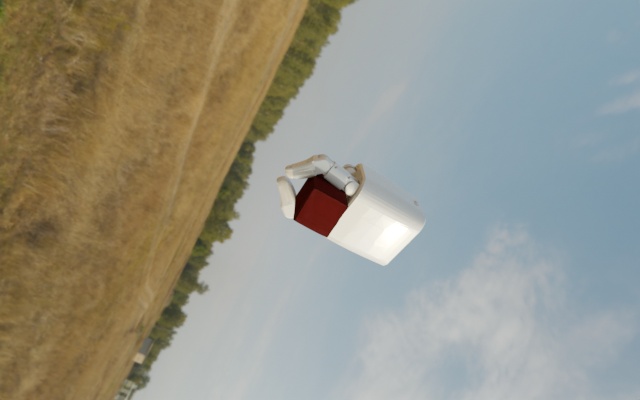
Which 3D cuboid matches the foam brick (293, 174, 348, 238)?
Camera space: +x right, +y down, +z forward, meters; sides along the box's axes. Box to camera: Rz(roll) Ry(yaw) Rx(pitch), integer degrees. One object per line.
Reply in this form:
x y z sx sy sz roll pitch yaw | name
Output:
0.000 0.002 0.625 0.051 0.053 0.078 30 19 -12 | foam brick
